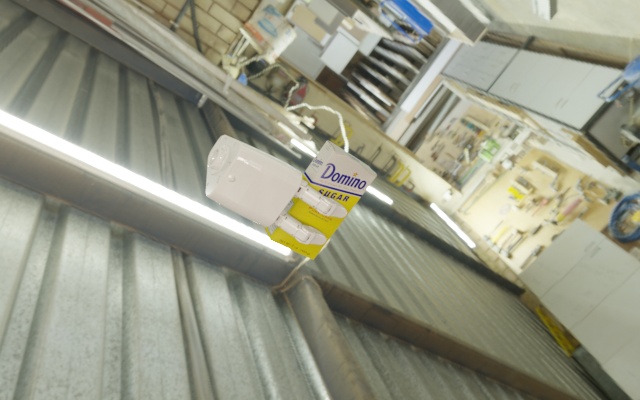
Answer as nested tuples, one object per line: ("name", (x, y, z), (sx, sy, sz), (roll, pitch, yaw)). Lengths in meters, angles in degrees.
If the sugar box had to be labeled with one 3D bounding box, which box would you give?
("sugar box", (0.000, 0.003, 0.757), (0.093, 0.176, 0.048), (28, 17, -32))
